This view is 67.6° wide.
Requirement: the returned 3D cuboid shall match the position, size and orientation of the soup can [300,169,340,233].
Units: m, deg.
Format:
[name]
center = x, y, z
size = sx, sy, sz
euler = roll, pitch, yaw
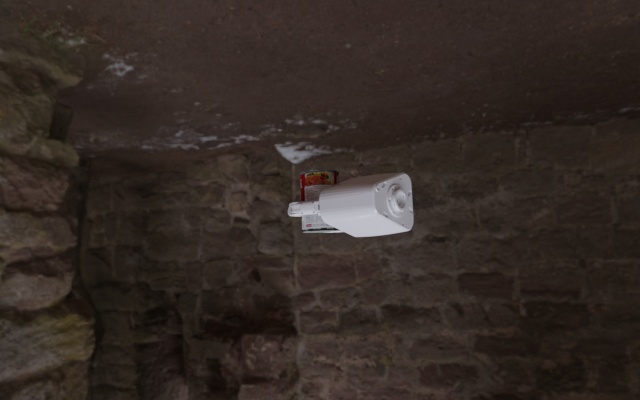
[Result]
[soup can]
center = 0.000, 0.003, 0.820
size = 0.068, 0.102, 0.068
euler = -2, -6, 0
